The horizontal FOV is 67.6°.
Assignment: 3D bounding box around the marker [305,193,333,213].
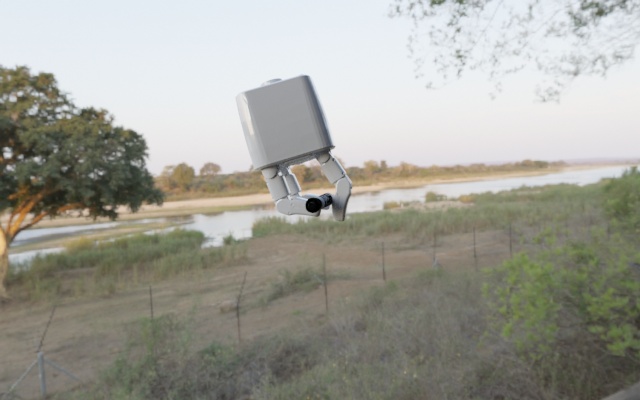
[{"bbox_3d":[0.000,0.002,0.622,0.020,0.020,0.121,0,4,10],"label":"marker"}]
